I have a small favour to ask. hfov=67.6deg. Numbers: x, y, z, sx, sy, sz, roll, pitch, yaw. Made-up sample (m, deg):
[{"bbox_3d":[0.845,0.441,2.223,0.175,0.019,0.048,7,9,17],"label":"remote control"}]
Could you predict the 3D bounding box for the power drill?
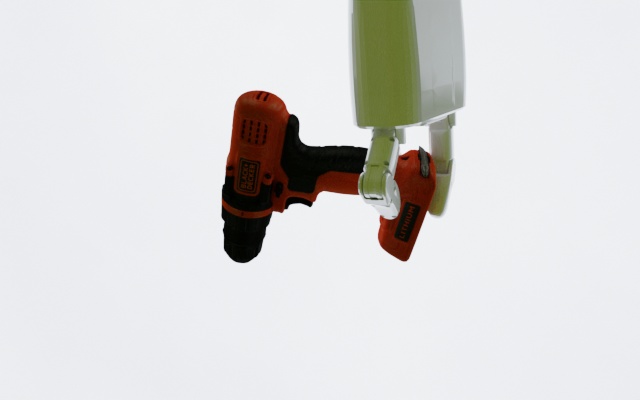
[{"bbox_3d":[0.001,0.001,0.448,0.187,0.185,0.057,11,36,-2],"label":"power drill"}]
